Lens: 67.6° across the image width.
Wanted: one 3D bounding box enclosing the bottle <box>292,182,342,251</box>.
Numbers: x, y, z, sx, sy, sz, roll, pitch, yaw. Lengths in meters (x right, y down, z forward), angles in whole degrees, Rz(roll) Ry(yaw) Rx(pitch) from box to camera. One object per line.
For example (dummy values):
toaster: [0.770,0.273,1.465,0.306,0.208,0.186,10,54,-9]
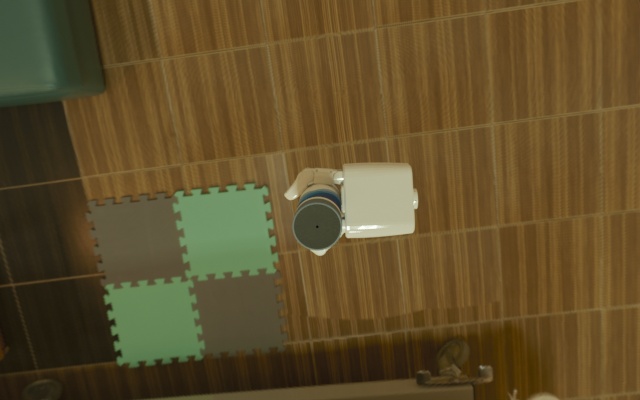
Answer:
bottle: [0.000,0.003,0.770,0.069,0.069,0.295,0,13,2]
